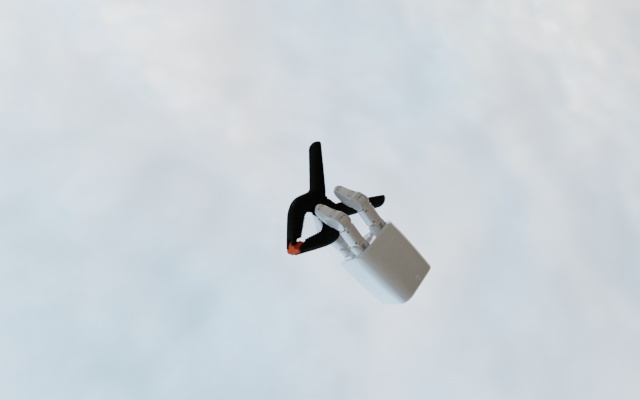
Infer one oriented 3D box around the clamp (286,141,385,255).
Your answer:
[{"bbox_3d":[0.000,0.003,0.794,0.210,0.164,0.036,-46,0,-36],"label":"clamp"}]
